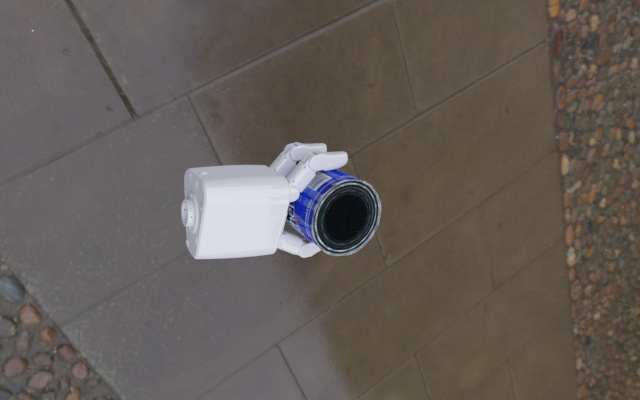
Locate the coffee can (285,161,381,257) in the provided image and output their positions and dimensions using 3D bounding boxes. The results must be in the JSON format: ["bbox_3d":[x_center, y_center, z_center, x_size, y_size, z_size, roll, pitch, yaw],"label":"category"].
[{"bbox_3d":[0.000,0.002,0.650,0.103,0.103,0.140,0,17,-31],"label":"coffee can"}]
